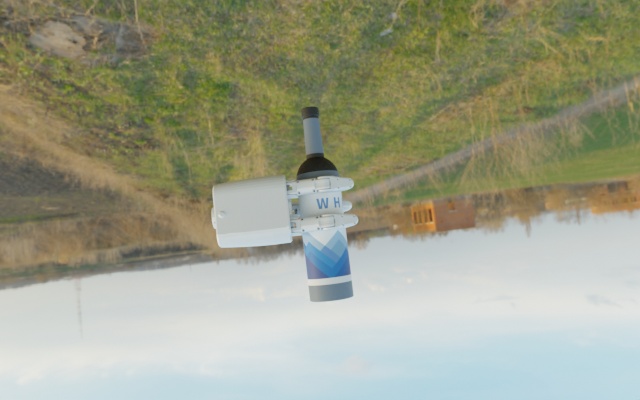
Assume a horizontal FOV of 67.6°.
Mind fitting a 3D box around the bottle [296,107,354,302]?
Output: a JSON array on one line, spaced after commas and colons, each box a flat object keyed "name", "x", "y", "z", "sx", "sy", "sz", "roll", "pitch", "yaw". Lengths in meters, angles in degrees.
[{"name": "bottle", "x": 0.000, "y": 0.003, "z": 0.733, "sx": 0.069, "sy": 0.295, "sz": 0.069, "roll": -7, "pitch": -5, "yaw": -1}]
